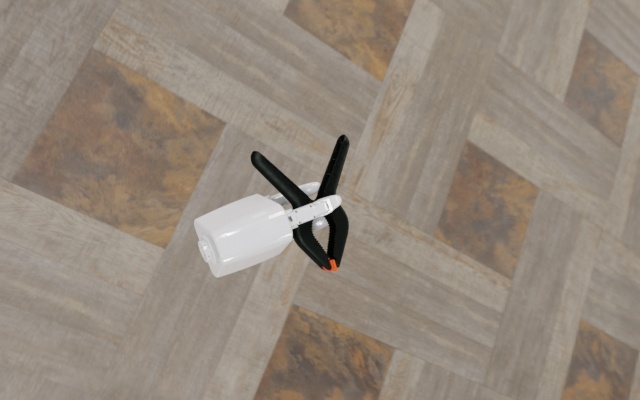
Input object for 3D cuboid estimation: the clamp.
[{"bbox_3d":[0.000,0.003,0.731,0.164,0.210,0.036,-22,5,-25],"label":"clamp"}]
